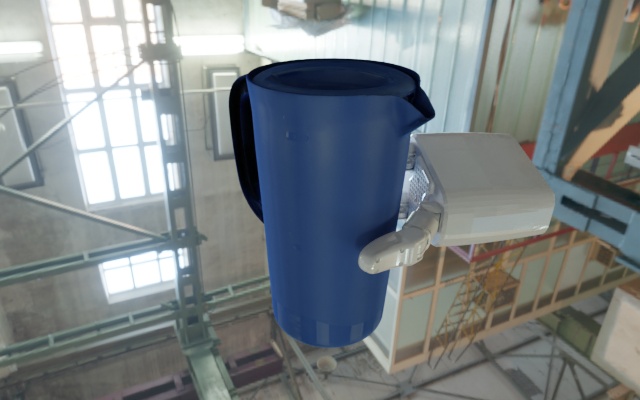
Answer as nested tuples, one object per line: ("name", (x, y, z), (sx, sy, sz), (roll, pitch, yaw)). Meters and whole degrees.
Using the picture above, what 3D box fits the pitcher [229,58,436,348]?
("pitcher", (0.000, 0.001, 0.423), (0.145, 0.243, 0.149), (-5, 28, -11))
